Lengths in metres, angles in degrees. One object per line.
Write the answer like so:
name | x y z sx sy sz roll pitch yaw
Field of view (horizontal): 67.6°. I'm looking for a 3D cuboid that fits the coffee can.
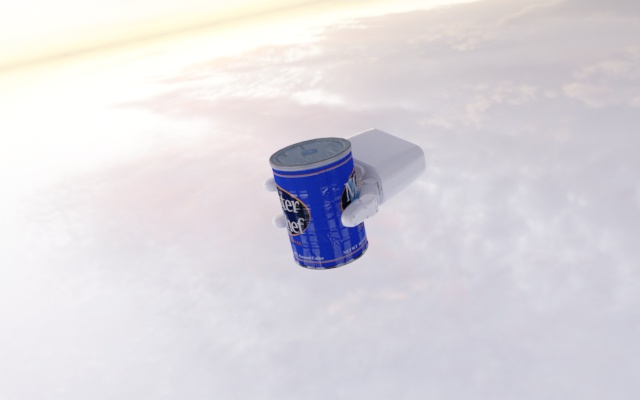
coffee can | 0.000 0.002 0.609 0.103 0.140 0.102 -10 22 4
